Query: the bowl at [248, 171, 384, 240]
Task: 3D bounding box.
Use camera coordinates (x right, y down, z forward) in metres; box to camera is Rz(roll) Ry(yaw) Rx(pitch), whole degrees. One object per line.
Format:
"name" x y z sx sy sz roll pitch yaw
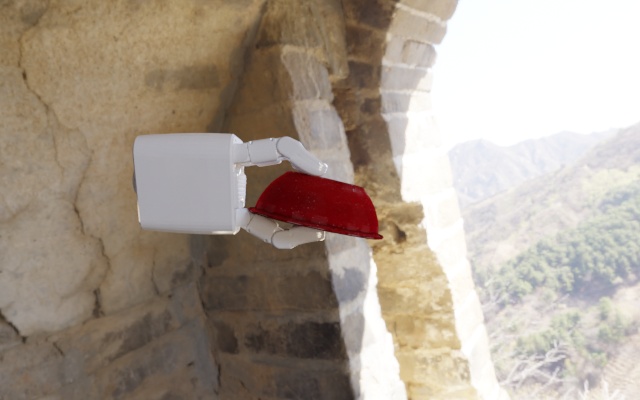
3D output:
"bowl" 0.001 0.002 0.559 0.162 0.055 0.162 13 1 0
